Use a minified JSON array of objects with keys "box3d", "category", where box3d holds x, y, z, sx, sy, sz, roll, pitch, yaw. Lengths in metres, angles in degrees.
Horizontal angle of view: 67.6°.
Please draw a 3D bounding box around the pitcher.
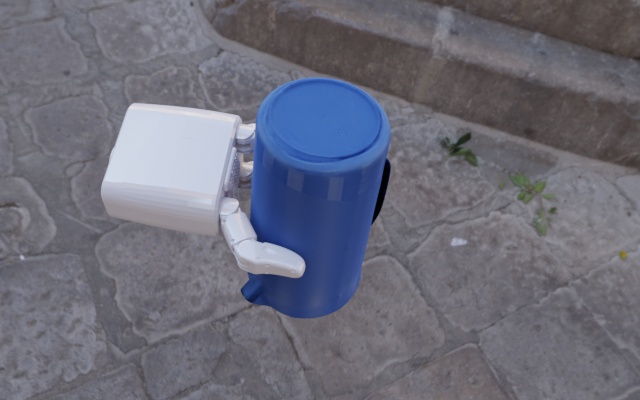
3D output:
[{"box3d":[0.000,0.002,0.471,0.145,0.149,0.243,10,-37,0],"category":"pitcher"}]
